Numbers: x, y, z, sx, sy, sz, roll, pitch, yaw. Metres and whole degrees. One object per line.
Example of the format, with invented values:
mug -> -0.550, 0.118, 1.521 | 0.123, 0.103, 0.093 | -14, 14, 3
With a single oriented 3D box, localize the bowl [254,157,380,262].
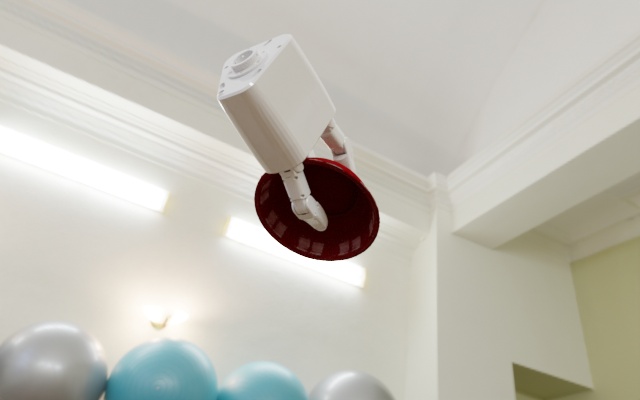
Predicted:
bowl -> 0.000, 0.003, 0.610 | 0.162, 0.162, 0.055 | 0, 36, 19
